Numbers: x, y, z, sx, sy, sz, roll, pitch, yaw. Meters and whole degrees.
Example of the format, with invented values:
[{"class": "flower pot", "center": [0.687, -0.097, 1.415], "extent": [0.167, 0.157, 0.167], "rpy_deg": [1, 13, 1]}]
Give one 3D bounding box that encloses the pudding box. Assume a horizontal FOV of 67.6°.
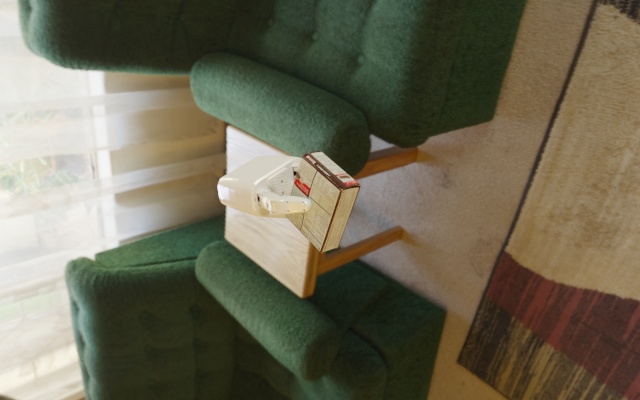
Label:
[{"class": "pudding box", "center": [0.000, 0.002, 0.660], "extent": [0.039, 0.114, 0.090], "rpy_deg": [-17, 47, -38]}]
